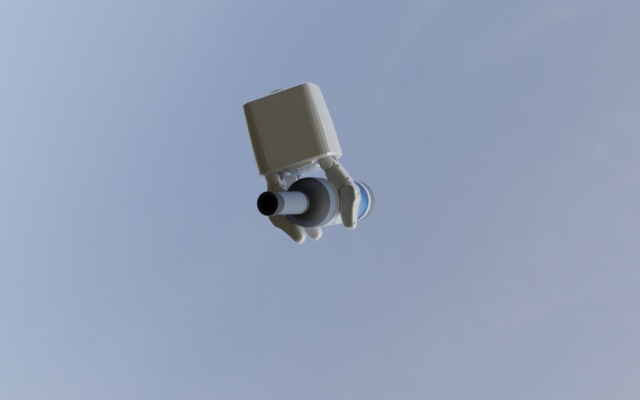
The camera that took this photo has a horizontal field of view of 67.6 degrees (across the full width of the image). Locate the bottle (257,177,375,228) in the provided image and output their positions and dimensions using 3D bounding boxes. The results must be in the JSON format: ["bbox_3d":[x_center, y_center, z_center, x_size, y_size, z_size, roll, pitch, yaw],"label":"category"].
[{"bbox_3d":[0.000,0.002,0.656,0.069,0.069,0.296,0,1,23],"label":"bottle"}]
